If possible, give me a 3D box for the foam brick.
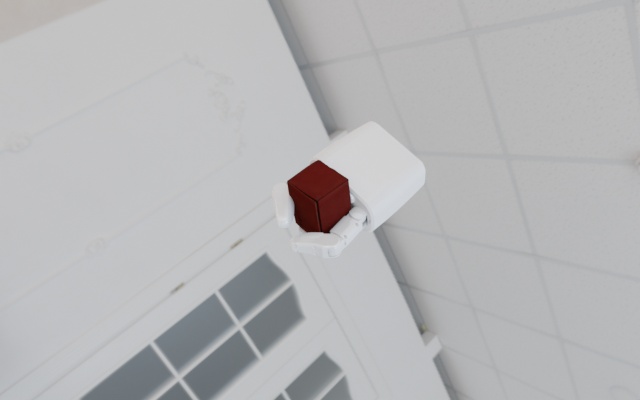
[{"bbox_3d":[0.000,0.002,0.566,0.051,0.078,0.053,-37,53,-24],"label":"foam brick"}]
